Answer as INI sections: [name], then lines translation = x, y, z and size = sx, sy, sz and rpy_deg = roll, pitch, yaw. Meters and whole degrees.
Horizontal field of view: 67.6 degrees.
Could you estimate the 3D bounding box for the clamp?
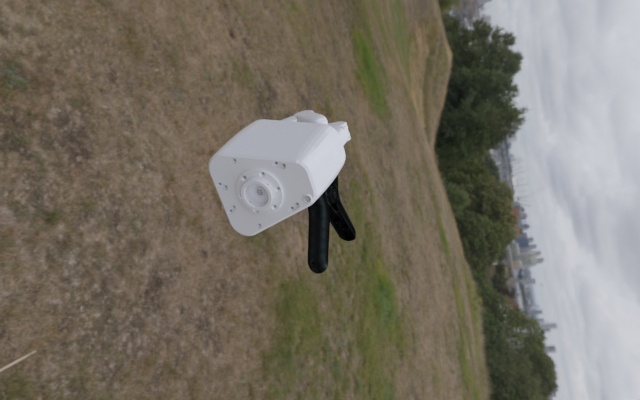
[clamp]
translation = 0.001, 0.002, 0.596
size = 0.039, 0.171, 0.120
rpy_deg = -10, 22, 22
